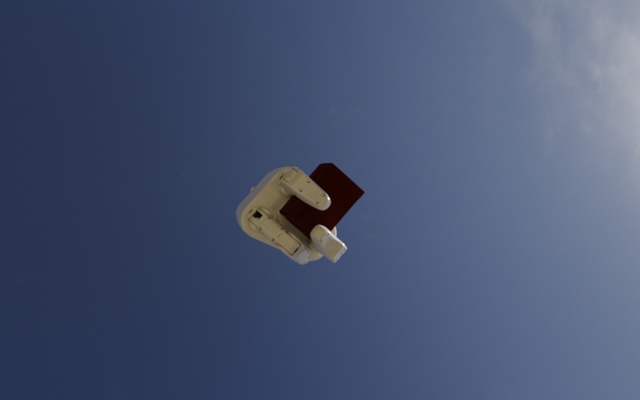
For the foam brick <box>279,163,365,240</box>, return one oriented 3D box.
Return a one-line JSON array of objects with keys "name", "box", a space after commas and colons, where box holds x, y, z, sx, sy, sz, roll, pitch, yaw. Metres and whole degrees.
[{"name": "foam brick", "box": [0.000, 0.002, 0.544, 0.053, 0.078, 0.051, 43, -8, -13]}]
